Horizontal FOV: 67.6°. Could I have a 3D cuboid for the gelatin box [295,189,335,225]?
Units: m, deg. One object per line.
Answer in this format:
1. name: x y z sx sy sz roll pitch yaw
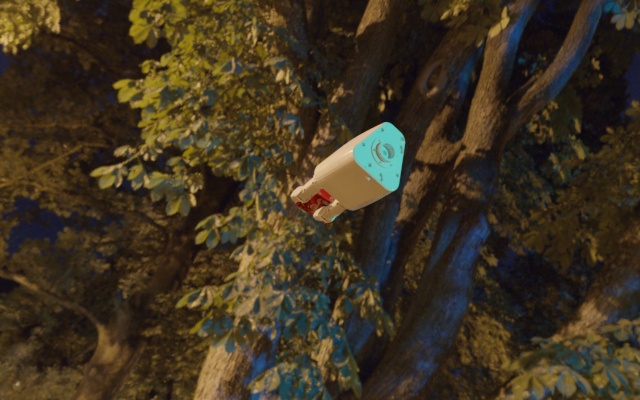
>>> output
1. gelatin box: 0.000 0.003 0.865 0.073 0.030 0.089 33 -27 -5
